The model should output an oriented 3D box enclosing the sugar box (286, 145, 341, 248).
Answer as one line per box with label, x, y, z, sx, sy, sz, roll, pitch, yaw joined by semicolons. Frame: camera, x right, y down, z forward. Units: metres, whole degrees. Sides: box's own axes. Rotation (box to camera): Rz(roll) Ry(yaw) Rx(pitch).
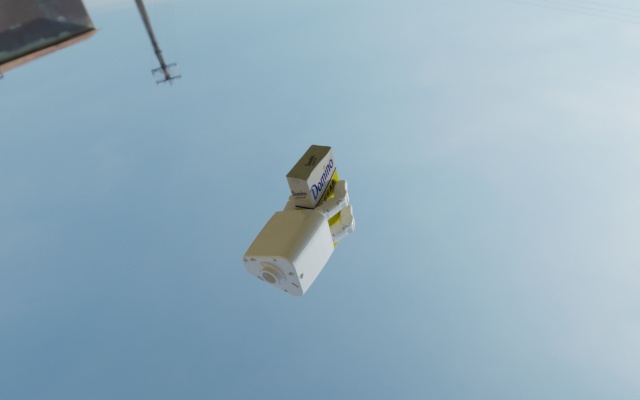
sugar box;0.001;0.003;0.821;0.048;0.176;0.093;11;45;27
